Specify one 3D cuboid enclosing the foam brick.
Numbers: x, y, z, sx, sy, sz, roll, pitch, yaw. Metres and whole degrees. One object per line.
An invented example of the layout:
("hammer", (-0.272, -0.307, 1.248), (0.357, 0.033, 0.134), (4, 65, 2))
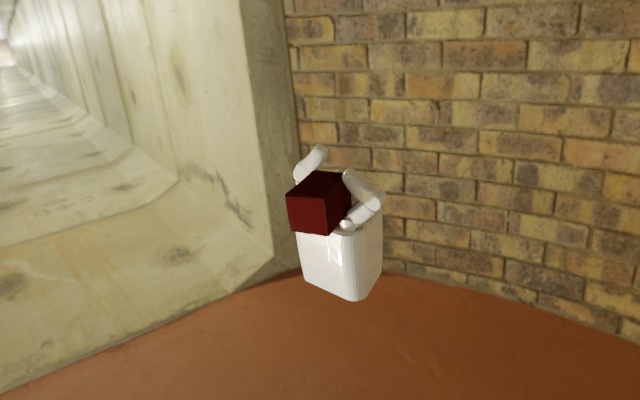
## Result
("foam brick", (0.000, 0.002, 0.581), (0.053, 0.051, 0.078), (7, 28, 25))
